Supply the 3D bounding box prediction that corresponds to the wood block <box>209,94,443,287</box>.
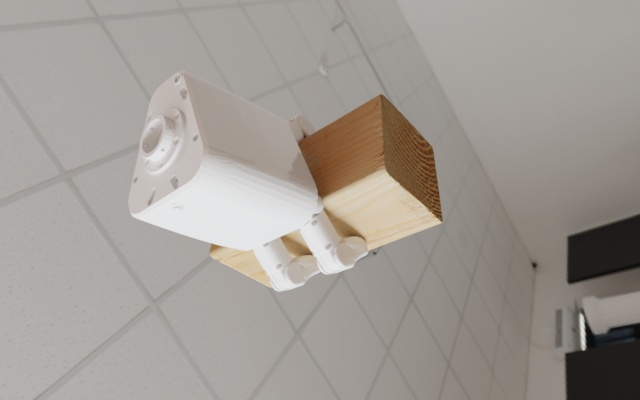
[{"bbox_3d":[0.000,0.001,0.458,0.206,0.090,0.090,-25,-44,33],"label":"wood block"}]
